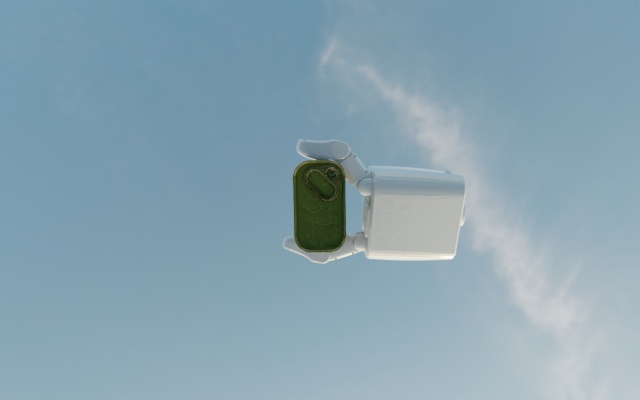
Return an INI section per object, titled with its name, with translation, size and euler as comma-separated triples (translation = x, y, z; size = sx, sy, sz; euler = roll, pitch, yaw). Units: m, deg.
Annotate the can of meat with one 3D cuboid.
[can of meat]
translation = 0.000, 0.002, 0.559
size = 0.057, 0.102, 0.084
euler = -1, 7, 2
